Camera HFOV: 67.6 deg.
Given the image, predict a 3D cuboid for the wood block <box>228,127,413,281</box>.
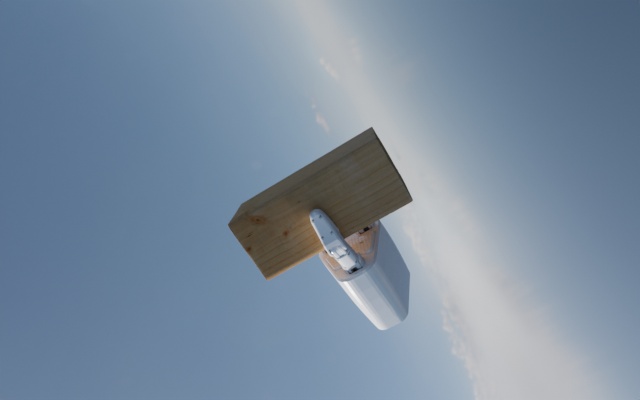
[{"bbox_3d":[0.000,0.002,0.605,0.206,0.090,0.090,-30,15,11],"label":"wood block"}]
